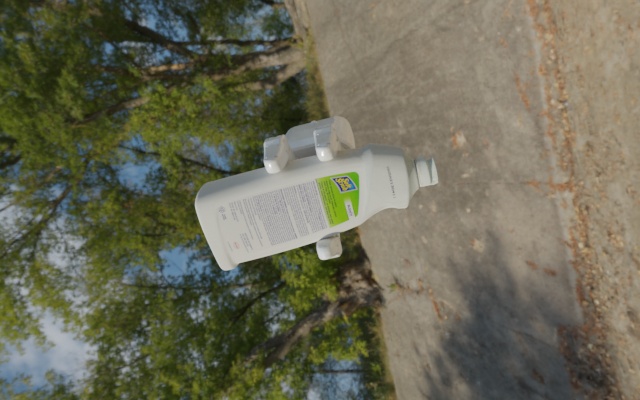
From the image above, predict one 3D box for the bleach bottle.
[{"bbox_3d":[0.000,0.002,0.517,0.251,0.103,0.068,-12,27,9],"label":"bleach bottle"}]
